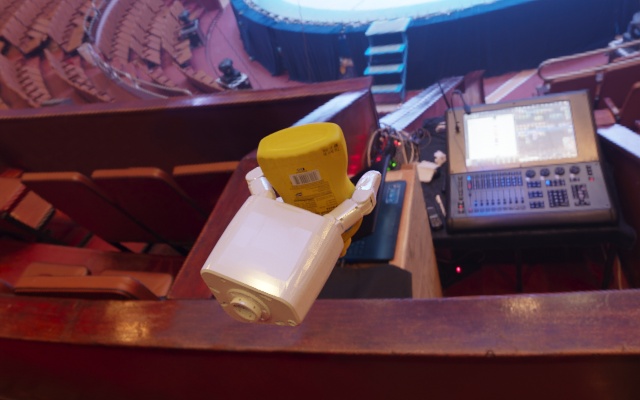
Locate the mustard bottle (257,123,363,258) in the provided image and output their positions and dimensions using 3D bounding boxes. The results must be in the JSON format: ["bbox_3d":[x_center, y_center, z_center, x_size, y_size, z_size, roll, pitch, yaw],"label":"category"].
[{"bbox_3d":[0.000,0.001,0.571,0.096,0.192,0.058,-12,41,10],"label":"mustard bottle"}]
